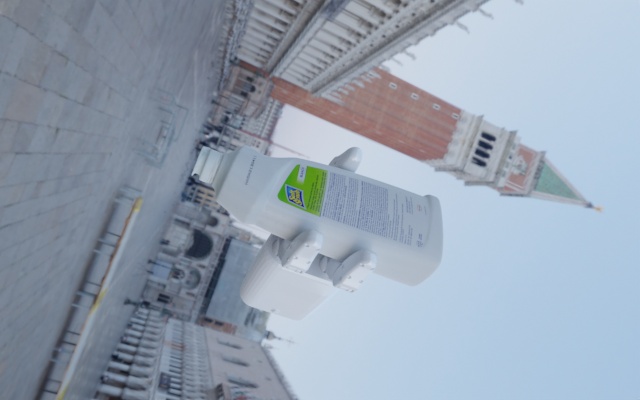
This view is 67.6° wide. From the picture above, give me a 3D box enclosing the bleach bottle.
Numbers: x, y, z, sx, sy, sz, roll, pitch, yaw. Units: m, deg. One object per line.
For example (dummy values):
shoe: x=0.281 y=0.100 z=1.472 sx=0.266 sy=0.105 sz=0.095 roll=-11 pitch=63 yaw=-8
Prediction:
bleach bottle: x=0.000 y=0.002 z=0.476 sx=0.251 sy=0.102 sz=0.068 roll=22 pitch=-43 yaw=-14
